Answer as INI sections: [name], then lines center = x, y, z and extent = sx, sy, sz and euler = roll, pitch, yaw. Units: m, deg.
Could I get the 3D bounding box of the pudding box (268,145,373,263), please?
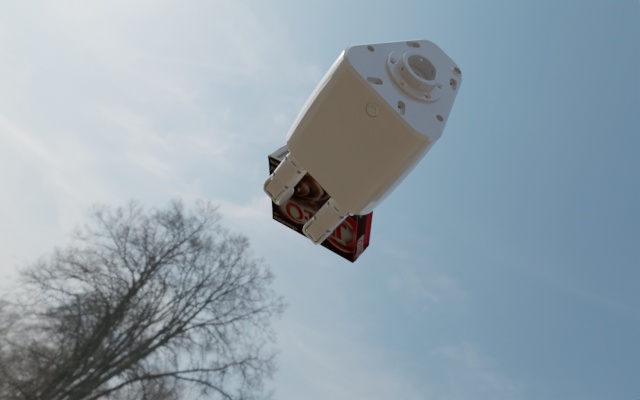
[pudding box]
center = 0.000, 0.001, 0.494
extent = 0.113, 0.090, 0.039
euler = 28, 47, 27
